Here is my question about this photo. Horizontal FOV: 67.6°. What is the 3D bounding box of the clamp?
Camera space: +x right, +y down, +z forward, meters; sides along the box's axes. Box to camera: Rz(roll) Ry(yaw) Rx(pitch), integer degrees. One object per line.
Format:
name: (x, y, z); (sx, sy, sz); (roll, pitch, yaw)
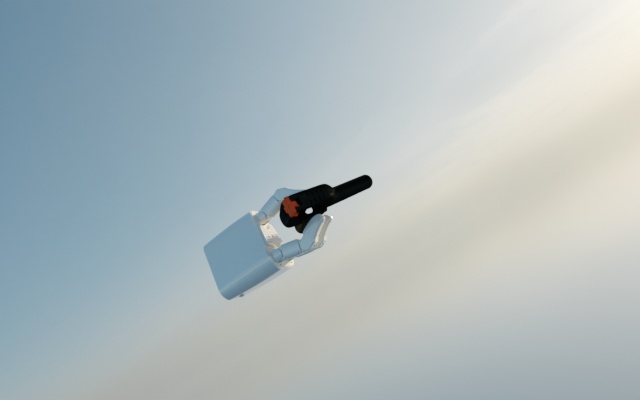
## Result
clamp: (-0.001, 0.002, 0.754); (0.164, 0.036, 0.210); (-35, -11, 10)
